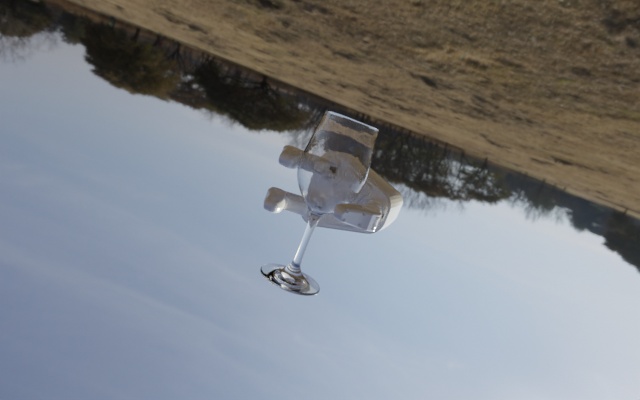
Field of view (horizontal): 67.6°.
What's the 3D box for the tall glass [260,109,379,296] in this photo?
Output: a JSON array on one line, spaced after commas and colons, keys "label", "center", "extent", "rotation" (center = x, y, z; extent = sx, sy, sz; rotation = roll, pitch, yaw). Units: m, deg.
[{"label": "tall glass", "center": [0.000, 0.002, 0.543], "extent": [0.079, 0.201, 0.079], "rotation": [21, 11, -4]}]
